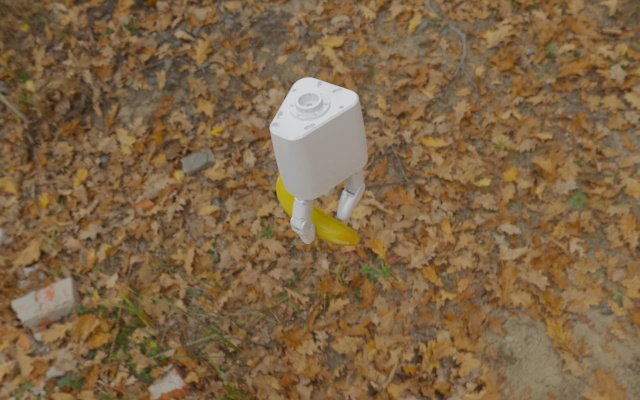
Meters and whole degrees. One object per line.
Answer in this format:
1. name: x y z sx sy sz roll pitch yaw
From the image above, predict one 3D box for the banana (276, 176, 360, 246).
1. banana: -0.018 0.008 0.717 0.069 0.037 0.197 -25 49 -15
